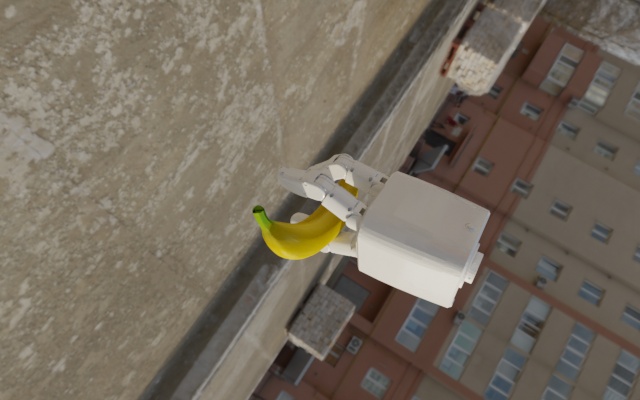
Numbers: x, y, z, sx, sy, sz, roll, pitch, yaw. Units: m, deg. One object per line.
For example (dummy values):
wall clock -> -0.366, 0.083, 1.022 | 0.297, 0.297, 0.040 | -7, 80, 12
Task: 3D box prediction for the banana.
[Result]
banana -> -0.003, 0.020, 0.521 | 0.037, 0.070, 0.197 | 14, 19, 27
